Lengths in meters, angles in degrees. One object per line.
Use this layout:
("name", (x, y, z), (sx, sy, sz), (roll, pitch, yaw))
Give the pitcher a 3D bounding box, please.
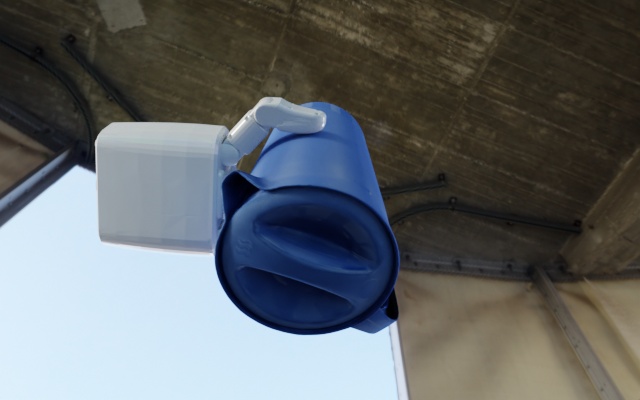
("pitcher", (0.000, 0.001, 0.446), (0.145, 0.149, 0.242), (3, 28, 1))
